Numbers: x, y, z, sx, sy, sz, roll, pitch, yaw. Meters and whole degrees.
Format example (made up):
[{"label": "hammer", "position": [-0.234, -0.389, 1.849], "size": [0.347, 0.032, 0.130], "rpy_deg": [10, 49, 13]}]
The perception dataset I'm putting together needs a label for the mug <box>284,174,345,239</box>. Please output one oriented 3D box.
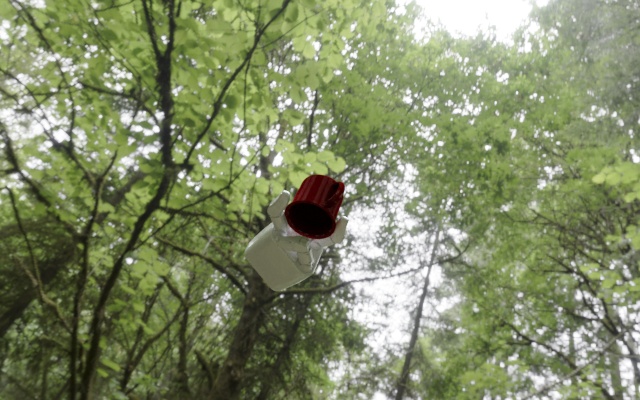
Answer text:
[{"label": "mug", "position": [0.001, 0.002, 0.835], "size": [0.093, 0.081, 0.117], "rpy_deg": [39, -45, -16]}]
